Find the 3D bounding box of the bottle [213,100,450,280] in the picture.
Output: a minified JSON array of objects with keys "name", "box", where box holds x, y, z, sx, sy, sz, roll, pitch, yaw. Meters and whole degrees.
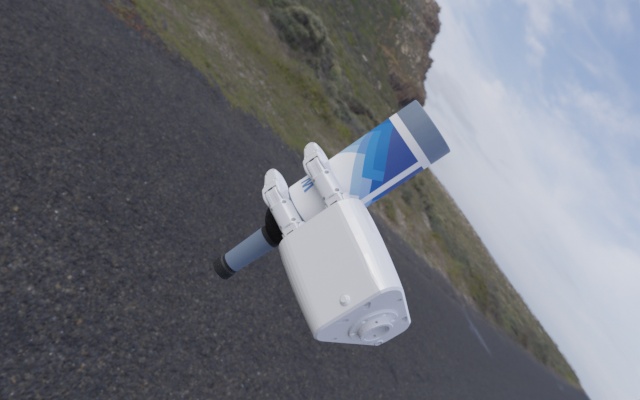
[{"name":"bottle","box":[0.000,0.002,0.536,0.296,0.069,0.069,-34,-8,12]}]
